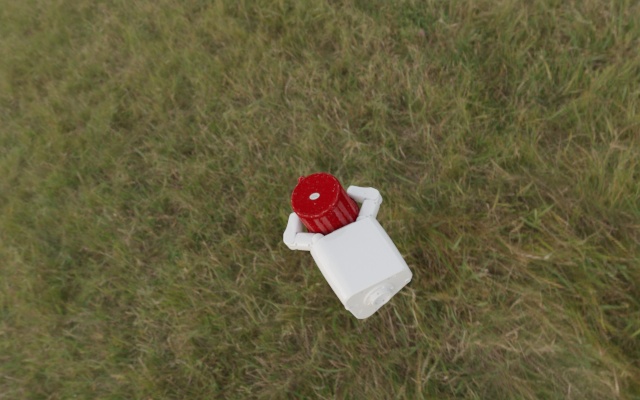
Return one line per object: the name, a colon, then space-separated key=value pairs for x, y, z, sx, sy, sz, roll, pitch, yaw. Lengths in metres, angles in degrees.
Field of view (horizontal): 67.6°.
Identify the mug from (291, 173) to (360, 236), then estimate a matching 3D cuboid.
mug: x=-0.001 y=0.001 z=0.749 sx=0.093 sy=0.117 sz=0.081 roll=-36 pitch=-38 yaw=0
